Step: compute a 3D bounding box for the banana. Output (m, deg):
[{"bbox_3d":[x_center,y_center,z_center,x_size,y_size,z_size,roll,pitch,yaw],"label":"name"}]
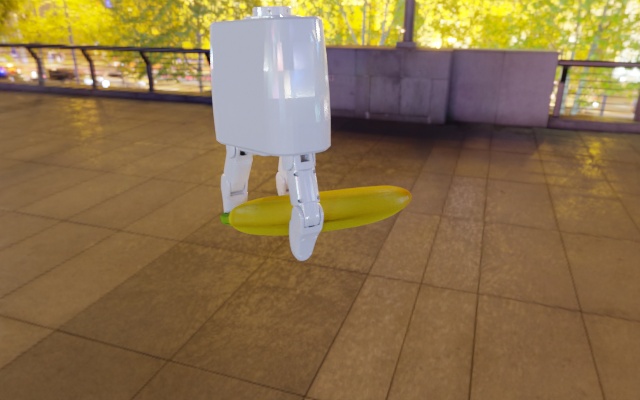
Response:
[{"bbox_3d":[-0.002,0.007,0.462,0.198,0.037,0.069,-5,16,-4],"label":"banana"}]
